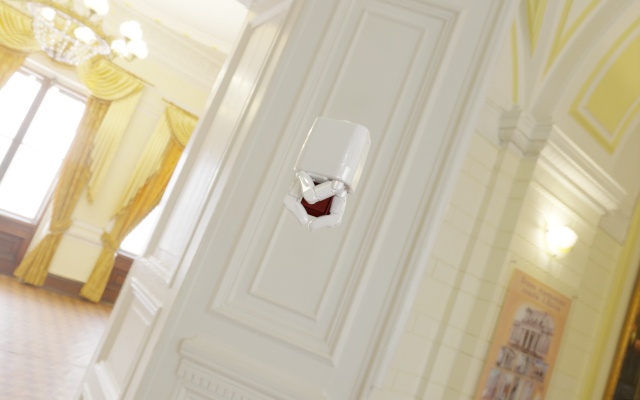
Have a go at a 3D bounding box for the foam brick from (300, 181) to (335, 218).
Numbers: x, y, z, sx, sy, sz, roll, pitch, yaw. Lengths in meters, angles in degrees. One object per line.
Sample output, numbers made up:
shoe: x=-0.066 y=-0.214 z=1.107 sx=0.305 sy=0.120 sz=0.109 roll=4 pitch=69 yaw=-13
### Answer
foam brick: x=0.000 y=0.003 z=0.886 sx=0.053 sy=0.051 sz=0.078 roll=19 pitch=-9 yaw=13
